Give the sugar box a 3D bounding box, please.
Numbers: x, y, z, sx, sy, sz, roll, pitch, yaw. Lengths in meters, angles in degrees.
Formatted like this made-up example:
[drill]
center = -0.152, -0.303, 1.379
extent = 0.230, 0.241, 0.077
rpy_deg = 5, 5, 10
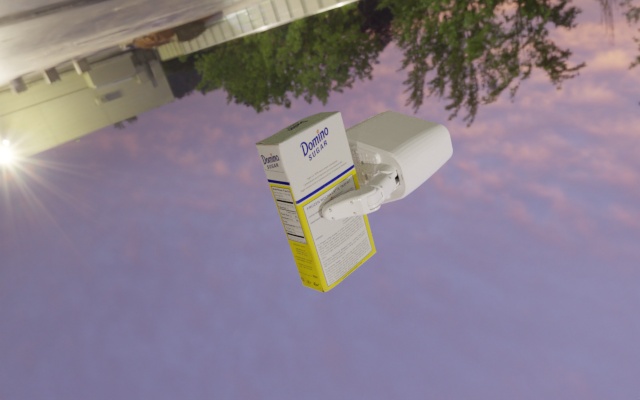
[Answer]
[sugar box]
center = 0.000, 0.002, 0.520
extent = 0.048, 0.176, 0.093
rpy_deg = 6, 31, 47
